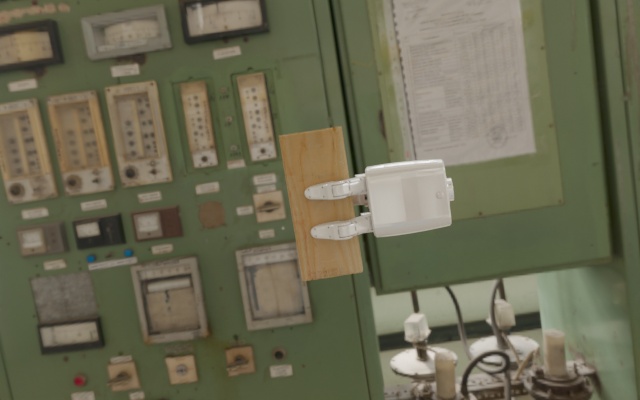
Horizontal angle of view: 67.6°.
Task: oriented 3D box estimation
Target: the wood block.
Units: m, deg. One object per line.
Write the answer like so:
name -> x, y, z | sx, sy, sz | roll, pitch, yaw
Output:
wood block -> 0.000, 0.002, 0.702 | 0.090, 0.206, 0.091 | -9, 6, 0
